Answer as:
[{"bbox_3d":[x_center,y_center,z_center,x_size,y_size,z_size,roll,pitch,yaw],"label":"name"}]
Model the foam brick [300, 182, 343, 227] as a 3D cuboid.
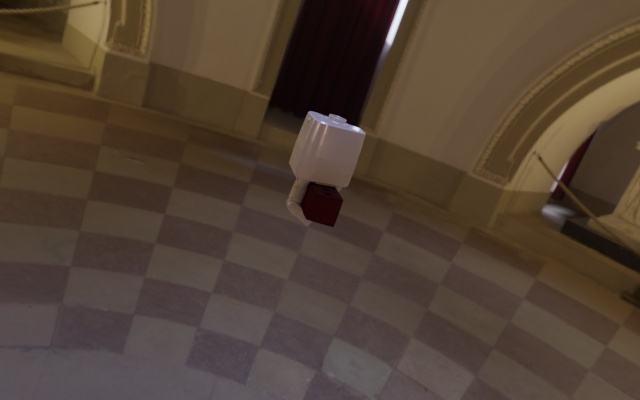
[{"bbox_3d":[0.000,0.003,0.836,0.053,0.051,0.078,15,18,-18],"label":"foam brick"}]
